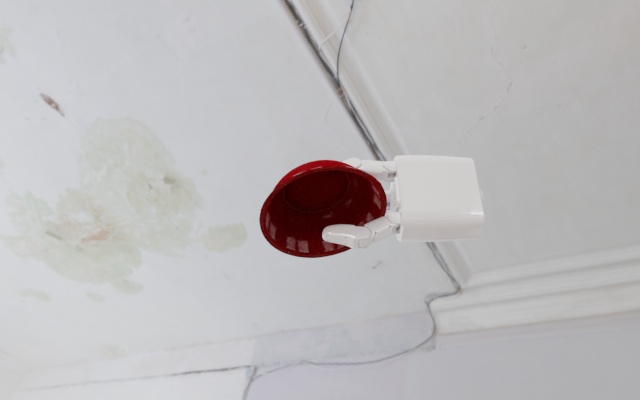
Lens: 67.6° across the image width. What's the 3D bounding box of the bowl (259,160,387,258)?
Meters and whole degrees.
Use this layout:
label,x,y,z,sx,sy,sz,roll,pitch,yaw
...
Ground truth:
label,x,y,z,sx,sy,sz,roll,pitch,yaw
bowl,-0.001,0.002,0.610,0.162,0.162,0.055,0,44,-15
